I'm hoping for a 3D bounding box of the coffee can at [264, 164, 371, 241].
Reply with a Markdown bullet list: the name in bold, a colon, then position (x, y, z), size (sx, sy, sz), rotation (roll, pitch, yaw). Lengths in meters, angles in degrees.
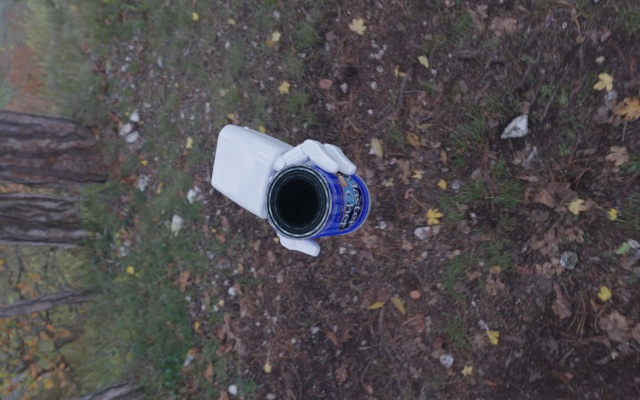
- **coffee can**: position (0.000, 0.002, 0.691), size (0.103, 0.103, 0.140), rotation (0, 0, 27)
